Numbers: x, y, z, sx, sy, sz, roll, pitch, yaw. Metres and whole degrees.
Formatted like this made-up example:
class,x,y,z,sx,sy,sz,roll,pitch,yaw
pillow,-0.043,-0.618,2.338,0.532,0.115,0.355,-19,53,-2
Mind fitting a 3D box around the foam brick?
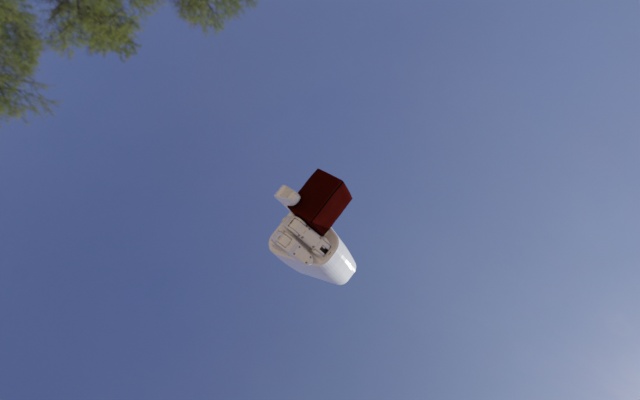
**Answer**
class,x,y,z,sx,sy,sz,roll,pitch,yaw
foam brick,0.000,0.002,0.713,0.053,0.078,0.051,32,-12,35
